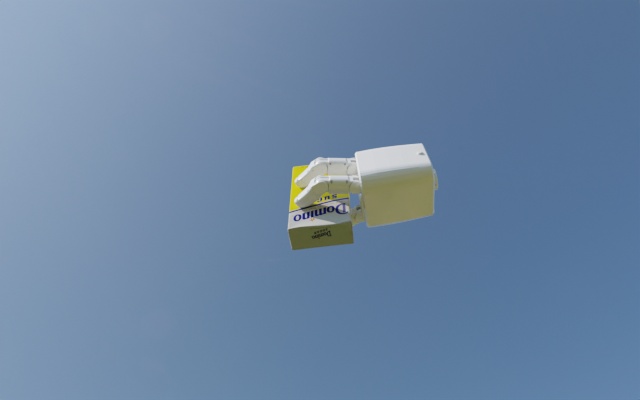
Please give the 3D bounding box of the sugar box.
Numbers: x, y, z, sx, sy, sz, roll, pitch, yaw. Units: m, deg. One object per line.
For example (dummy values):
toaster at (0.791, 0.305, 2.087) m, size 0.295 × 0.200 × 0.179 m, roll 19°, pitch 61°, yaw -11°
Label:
sugar box at (0.000, 0.002, 0.746) m, size 0.093 × 0.048 × 0.176 m, roll -7°, pitch 31°, yaw 3°
